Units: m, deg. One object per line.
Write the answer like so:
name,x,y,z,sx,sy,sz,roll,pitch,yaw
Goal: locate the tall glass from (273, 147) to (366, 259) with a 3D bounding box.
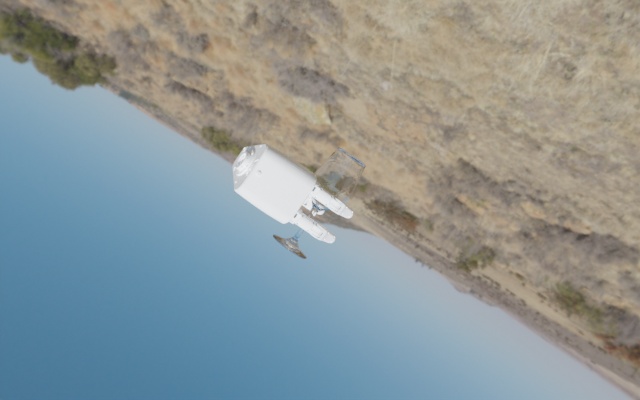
tall glass,0.000,0.003,0.865,0.079,0.201,0.079,35,2,-1
